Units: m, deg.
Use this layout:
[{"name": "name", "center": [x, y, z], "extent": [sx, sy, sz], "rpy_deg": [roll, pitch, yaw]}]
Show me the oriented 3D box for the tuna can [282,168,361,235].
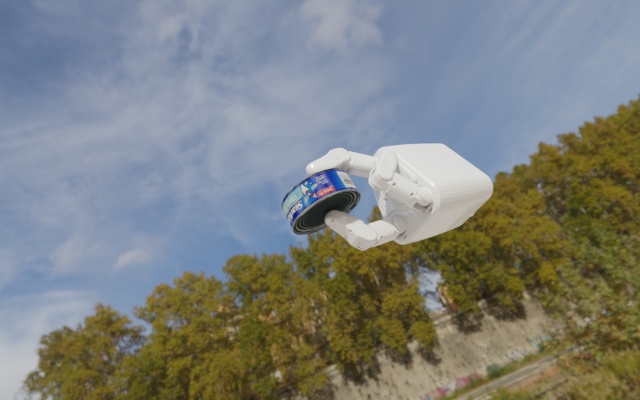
[{"name": "tuna can", "center": [0.000, 0.001, 0.538], "extent": [0.086, 0.033, 0.086], "rpy_deg": [-26, -22, -11]}]
